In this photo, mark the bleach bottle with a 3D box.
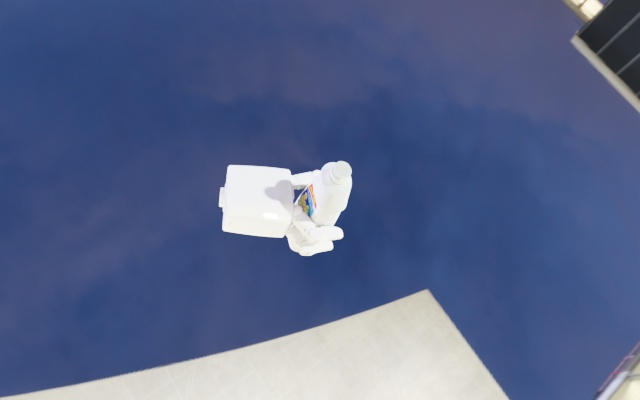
[{"bbox_3d":[0.000,0.003,0.817,0.068,0.102,0.251,5,-28,-14],"label":"bleach bottle"}]
